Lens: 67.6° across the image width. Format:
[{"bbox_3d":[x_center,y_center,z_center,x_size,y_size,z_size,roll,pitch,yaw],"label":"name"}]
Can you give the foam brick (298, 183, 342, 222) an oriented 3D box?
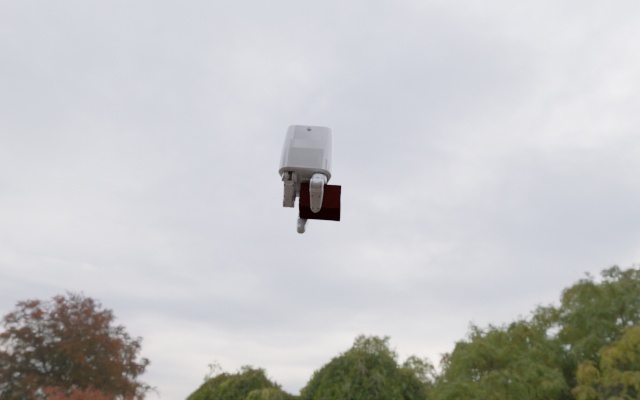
[{"bbox_3d":[0.000,0.003,0.884,0.078,0.051,0.053,4,-30,3],"label":"foam brick"}]
